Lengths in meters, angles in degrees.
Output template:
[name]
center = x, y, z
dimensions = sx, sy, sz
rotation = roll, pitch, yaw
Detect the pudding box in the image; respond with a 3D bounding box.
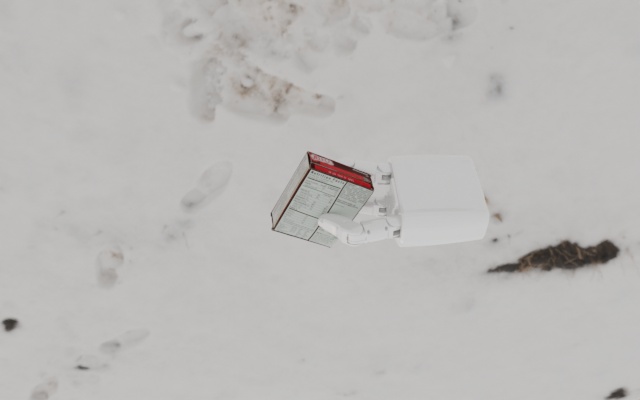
[pudding box]
center = 0.000, 0.002, 0.597
dimensions = 0.090, 0.113, 0.039
rotation = 19, 34, -21
